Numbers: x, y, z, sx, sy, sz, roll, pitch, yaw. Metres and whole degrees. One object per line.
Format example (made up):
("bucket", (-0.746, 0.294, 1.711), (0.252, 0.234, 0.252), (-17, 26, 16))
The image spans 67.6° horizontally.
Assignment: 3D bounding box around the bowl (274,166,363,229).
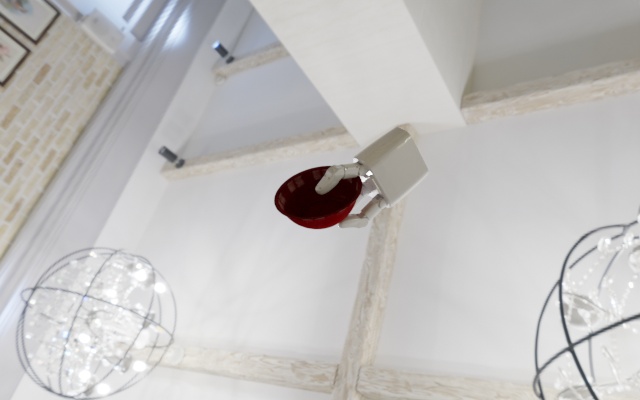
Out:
("bowl", (-0.001, 0.004, 0.868), (0.162, 0.055, 0.162), (-9, 36, 7))
